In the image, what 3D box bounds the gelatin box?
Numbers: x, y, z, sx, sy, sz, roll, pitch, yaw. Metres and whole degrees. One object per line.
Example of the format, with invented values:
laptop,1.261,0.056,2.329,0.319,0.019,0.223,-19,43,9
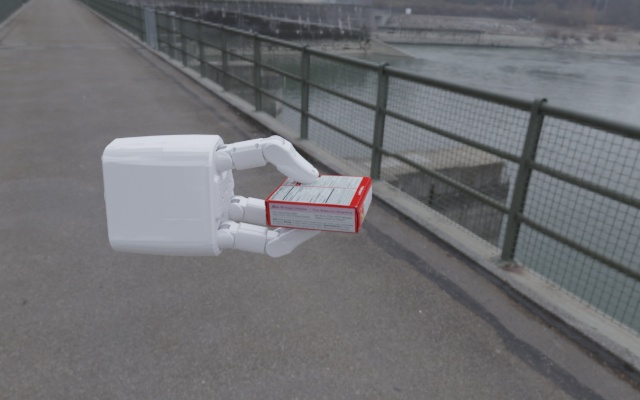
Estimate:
gelatin box,0.000,0.001,0.459,0.089,0.030,0.073,3,24,15
